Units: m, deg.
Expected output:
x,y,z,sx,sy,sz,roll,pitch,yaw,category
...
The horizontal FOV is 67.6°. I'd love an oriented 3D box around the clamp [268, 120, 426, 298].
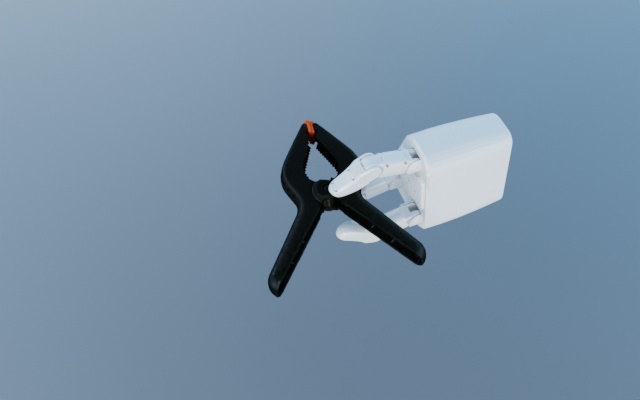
x,y,z,sx,sy,sz,roll,pitch,yaw,category
0.000,0.001,0.526,0.164,0.210,0.036,-17,-29,-10,clamp
